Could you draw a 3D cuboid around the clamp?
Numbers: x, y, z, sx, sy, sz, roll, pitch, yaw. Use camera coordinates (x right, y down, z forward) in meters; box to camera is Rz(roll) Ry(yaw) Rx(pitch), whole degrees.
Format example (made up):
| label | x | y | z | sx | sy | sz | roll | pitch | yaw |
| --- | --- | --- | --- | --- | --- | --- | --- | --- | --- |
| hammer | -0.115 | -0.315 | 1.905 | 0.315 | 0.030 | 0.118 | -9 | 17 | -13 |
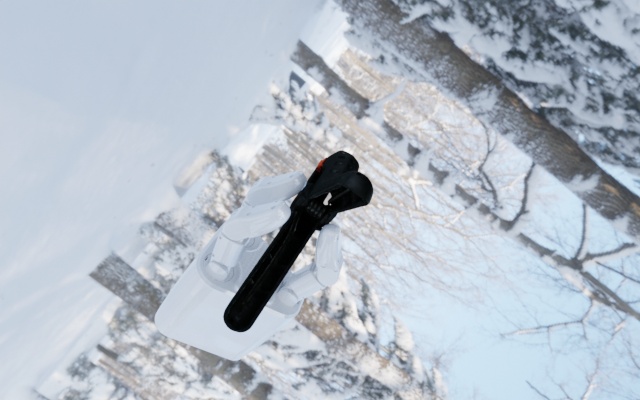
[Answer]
| label | x | y | z | sx | sy | sz | roll | pitch | yaw |
| --- | --- | --- | --- | --- | --- | --- | --- | --- | --- |
| clamp | 0.001 | 0.002 | 0.414 | 0.165 | 0.036 | 0.210 | -46 | 9 | 32 |
